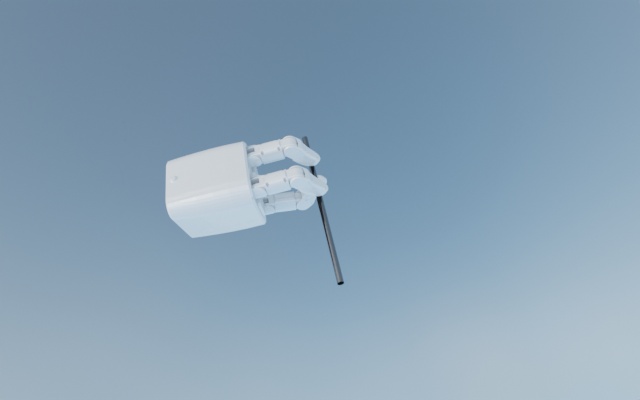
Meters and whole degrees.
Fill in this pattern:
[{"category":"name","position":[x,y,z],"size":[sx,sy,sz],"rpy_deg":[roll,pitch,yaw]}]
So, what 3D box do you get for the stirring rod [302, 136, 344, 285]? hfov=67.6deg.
[{"category":"stirring rod","position":[0.000,0.002,0.613],"size":[0.011,0.239,0.011],"rpy_deg":[-9,-39,-7]}]
